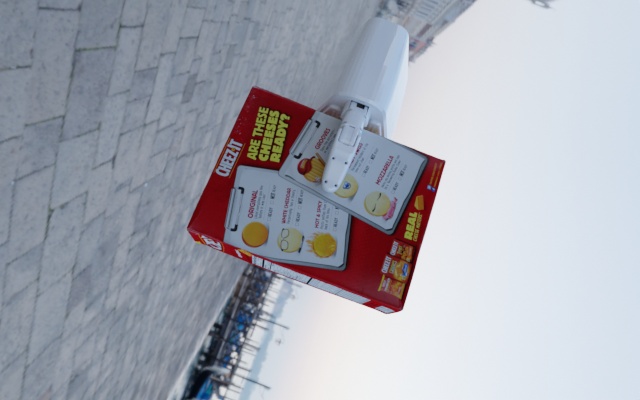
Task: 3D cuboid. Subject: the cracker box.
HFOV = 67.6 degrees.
[{"bbox_3d":[0.000,0.002,0.488,0.214,0.164,0.072,21,-19,-1],"label":"cracker box"}]
